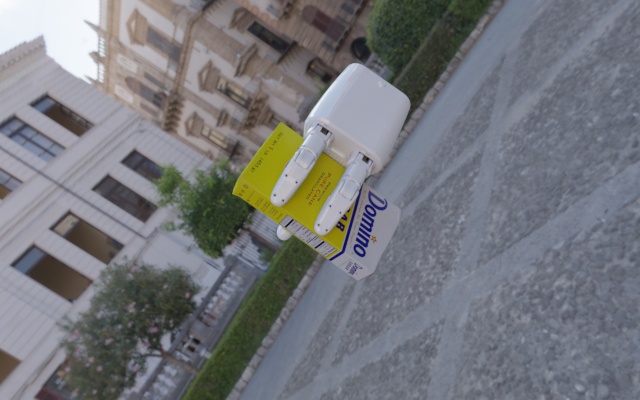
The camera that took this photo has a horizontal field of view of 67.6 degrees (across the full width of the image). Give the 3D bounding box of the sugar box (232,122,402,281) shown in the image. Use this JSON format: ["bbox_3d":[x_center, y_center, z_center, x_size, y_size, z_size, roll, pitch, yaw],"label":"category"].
[{"bbox_3d":[0.000,0.001,0.535,0.176,0.093,0.048,34,-30,-5],"label":"sugar box"}]
